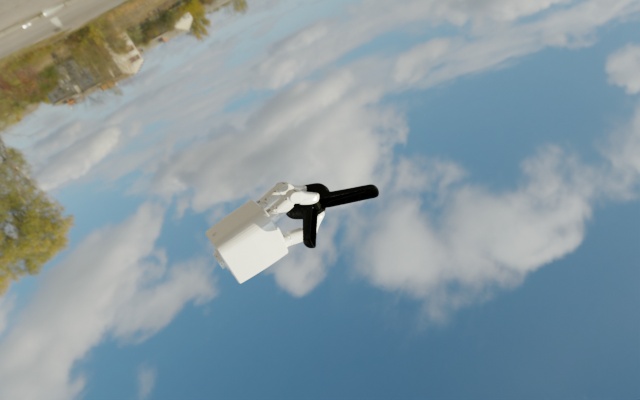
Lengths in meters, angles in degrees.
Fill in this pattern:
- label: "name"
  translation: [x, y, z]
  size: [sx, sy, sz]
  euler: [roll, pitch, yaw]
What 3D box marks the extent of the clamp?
- label: "clamp"
  translation: [0.000, 0.004, 0.884]
  size: [0.164, 0.036, 0.210]
  euler: [-34, 28, -14]
